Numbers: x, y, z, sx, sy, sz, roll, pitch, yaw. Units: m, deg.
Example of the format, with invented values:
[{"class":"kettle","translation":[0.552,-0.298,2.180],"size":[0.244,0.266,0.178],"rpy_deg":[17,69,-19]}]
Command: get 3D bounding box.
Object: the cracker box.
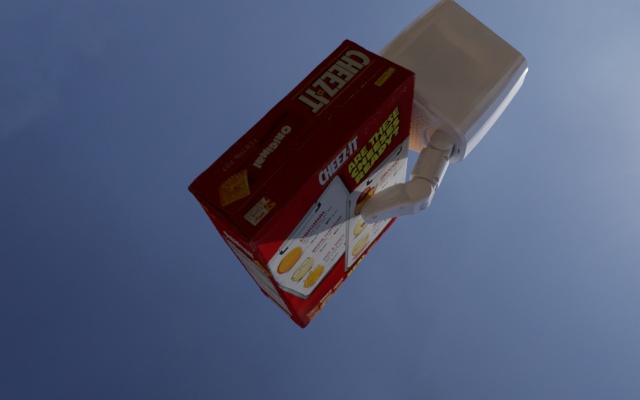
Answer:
[{"class":"cracker box","translation":[0.000,0.002,0.406],"size":[0.072,0.164,0.214],"rpy_deg":[35,-19,23]}]
